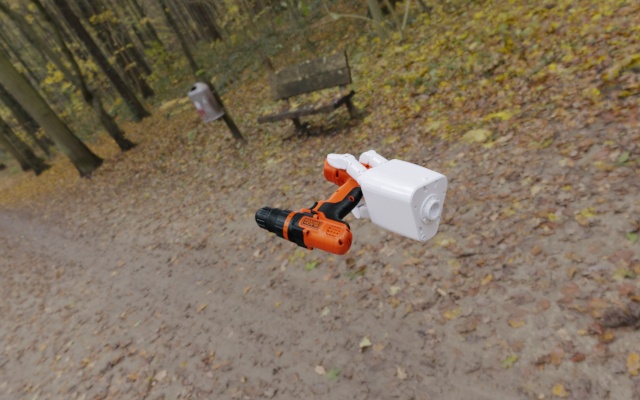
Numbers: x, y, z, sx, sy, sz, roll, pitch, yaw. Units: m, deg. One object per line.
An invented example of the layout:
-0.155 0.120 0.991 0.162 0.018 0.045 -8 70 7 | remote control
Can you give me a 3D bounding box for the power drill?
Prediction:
0.001 0.002 0.838 0.184 0.187 0.057 17 -37 26 | power drill
